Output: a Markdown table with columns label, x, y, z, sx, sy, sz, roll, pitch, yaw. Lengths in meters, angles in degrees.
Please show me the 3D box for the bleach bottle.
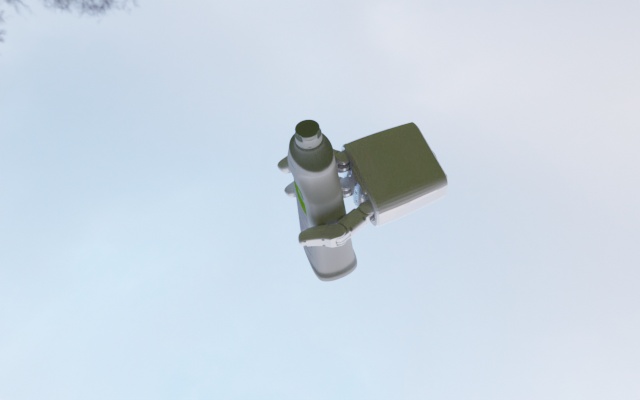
| label | x | y | z | sx | sy | sz | roll | pitch | yaw |
| --- | --- | --- | --- | --- | --- | --- | --- | --- | --- |
| bleach bottle | 0.000 | 0.002 | 0.622 | 0.068 | 0.102 | 0.251 | -21 | -37 | -9 |
